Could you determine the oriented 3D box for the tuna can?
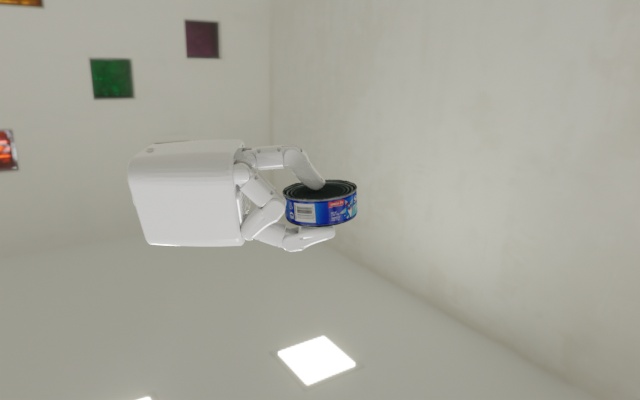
[{"bbox_3d":[0.000,0.002,0.553,0.086,0.034,0.086,-4,17,1],"label":"tuna can"}]
